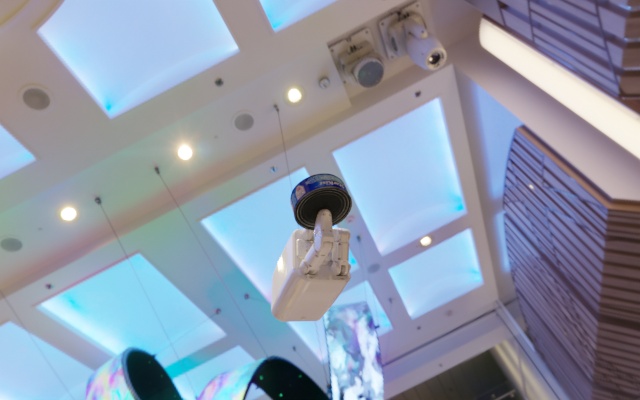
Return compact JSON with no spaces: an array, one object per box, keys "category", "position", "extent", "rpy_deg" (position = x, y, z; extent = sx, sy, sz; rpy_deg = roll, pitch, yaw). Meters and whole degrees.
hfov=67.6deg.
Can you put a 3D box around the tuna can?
[{"category":"tuna can","position":[0.000,0.002,0.689],"extent":[0.086,0.086,0.033],"rpy_deg":[0,44,-21]}]
